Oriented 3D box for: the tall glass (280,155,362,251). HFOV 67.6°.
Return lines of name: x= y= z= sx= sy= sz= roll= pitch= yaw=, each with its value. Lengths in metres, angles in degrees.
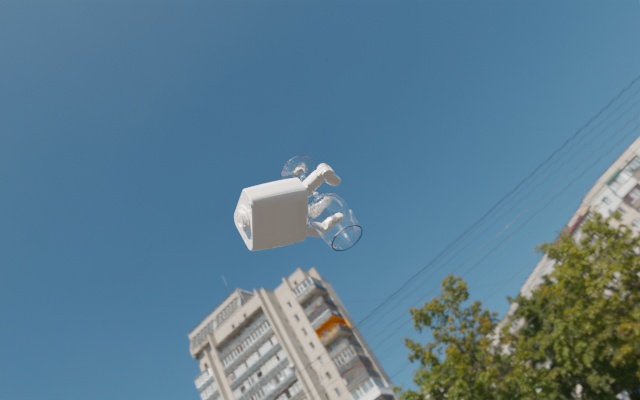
tall glass: x=0.000 y=0.002 z=0.886 sx=0.079 sy=0.079 sz=0.201 roll=0 pitch=39 yaw=-38
